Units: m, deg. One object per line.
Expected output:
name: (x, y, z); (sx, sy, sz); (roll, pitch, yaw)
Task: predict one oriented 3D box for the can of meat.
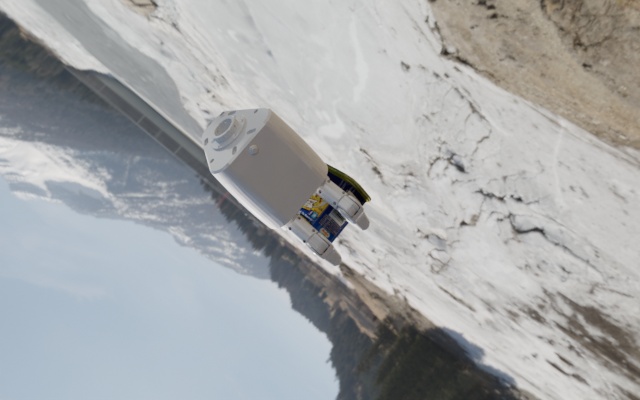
can of meat: (0.000, 0.002, 0.612); (0.102, 0.084, 0.057); (33, -10, 48)
